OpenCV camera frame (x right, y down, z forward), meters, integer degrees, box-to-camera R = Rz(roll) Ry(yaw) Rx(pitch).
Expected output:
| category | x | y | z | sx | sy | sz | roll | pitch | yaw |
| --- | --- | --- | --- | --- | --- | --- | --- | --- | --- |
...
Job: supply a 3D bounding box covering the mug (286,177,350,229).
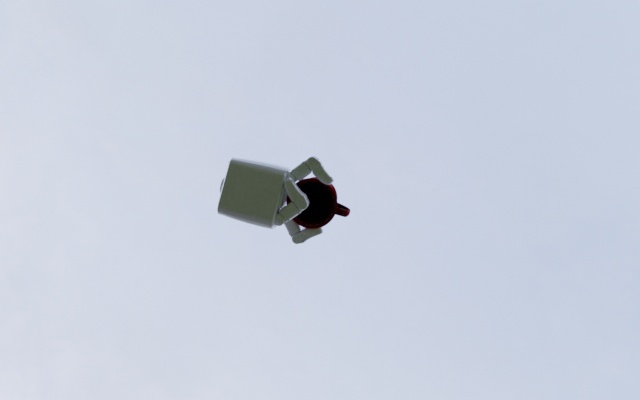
| category | x | y | z | sx | sy | sz | roll | pitch | yaw |
| --- | --- | --- | --- | --- | --- | --- | --- | --- | --- |
| mug | 0.002 | 0.003 | 0.896 | 0.117 | 0.093 | 0.081 | 17 | 11 | 4 |
